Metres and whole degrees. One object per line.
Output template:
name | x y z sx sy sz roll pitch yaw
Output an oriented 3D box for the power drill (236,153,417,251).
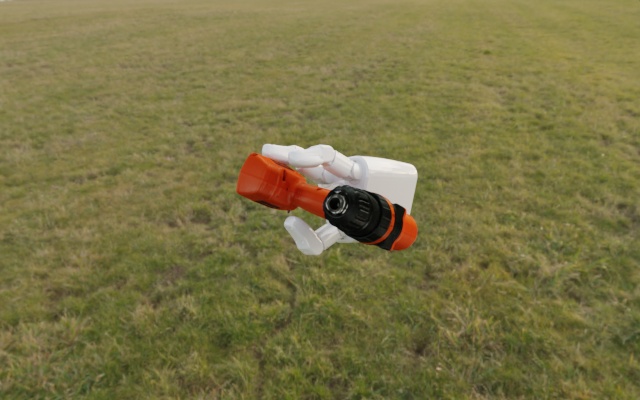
power drill | 0.000 0.002 0.526 0.187 0.057 0.184 21 -3 31
